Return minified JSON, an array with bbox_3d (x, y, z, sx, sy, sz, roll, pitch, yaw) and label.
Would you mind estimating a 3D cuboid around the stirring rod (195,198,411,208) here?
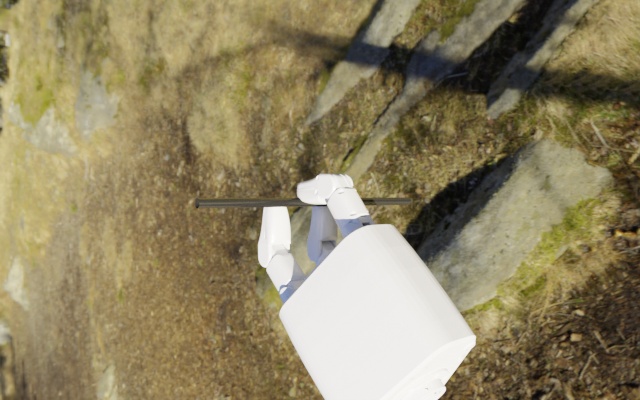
[{"bbox_3d":[0.000,0.001,0.440,0.239,0.011,0.011,0,0,-38],"label":"stirring rod"}]
